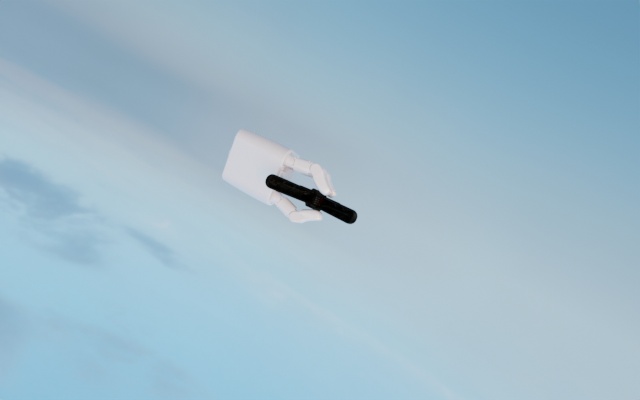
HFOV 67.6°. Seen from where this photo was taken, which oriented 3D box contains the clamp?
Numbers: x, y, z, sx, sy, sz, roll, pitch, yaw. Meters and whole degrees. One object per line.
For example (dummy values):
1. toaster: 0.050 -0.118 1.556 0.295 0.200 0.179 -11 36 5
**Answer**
1. clamp: 0.000 0.004 0.873 0.164 0.036 0.210 25 1 12
